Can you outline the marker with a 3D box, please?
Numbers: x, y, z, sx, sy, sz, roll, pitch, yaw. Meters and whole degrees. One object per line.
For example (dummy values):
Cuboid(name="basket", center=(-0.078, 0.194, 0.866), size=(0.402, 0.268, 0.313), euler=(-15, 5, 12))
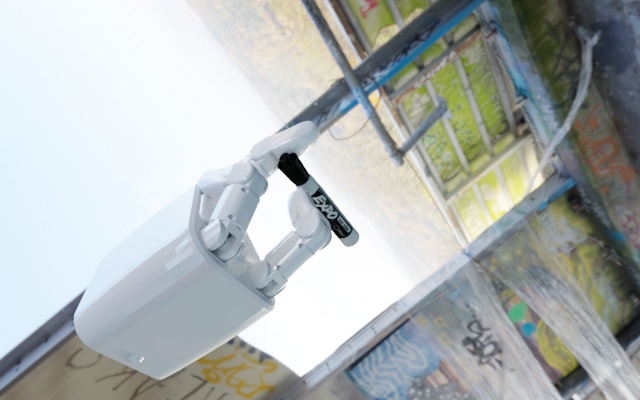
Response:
Cuboid(name="marker", center=(0.000, 0.001, 0.414), size=(0.020, 0.020, 0.121), euler=(0, -36, 37))
